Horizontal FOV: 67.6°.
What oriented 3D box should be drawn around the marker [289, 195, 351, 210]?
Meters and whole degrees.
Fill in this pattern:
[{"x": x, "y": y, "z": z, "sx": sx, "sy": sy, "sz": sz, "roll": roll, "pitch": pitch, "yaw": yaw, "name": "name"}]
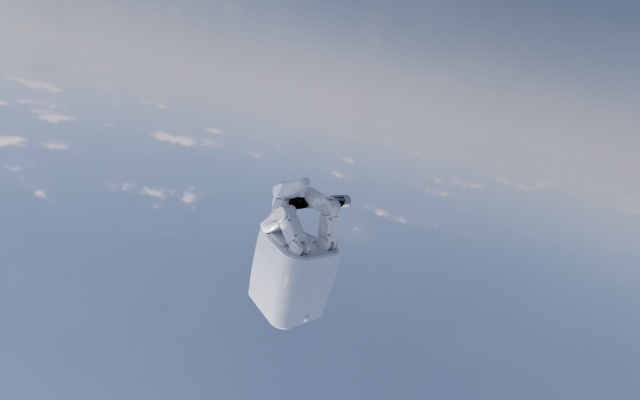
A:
[{"x": 0.000, "y": 0.002, "z": 0.702, "sx": 0.020, "sy": 0.020, "sz": 0.121, "roll": 0, "pitch": 2, "yaw": 43, "name": "marker"}]
